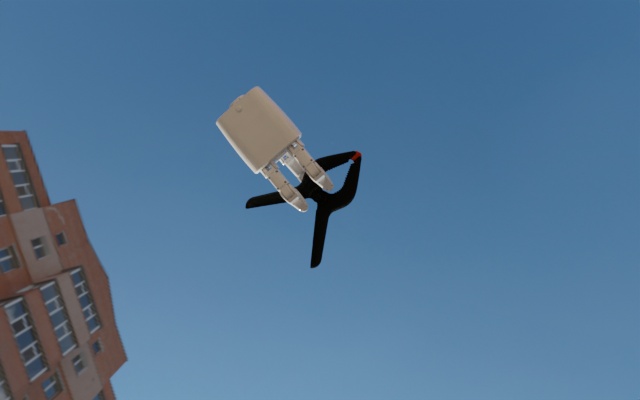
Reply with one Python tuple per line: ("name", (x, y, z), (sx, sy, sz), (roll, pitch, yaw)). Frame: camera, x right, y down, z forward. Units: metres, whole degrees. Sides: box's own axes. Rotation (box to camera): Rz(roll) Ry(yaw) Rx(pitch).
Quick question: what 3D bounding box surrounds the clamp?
("clamp", (0.000, 0.002, 0.814), (0.210, 0.164, 0.036), (-40, 5, 6))
